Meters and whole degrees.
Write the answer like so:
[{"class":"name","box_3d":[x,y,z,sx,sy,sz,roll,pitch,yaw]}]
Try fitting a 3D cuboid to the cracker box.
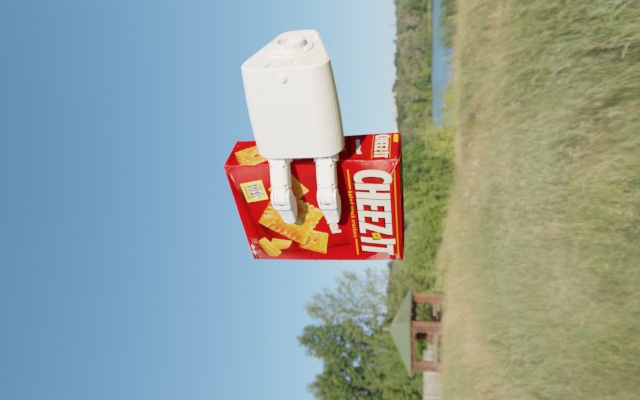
[{"class":"cracker box","box_3d":[0.000,0.002,0.627,0.213,0.164,0.072,-1,38,12]}]
